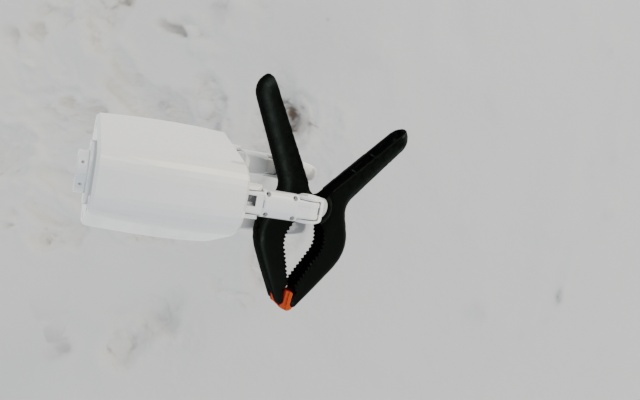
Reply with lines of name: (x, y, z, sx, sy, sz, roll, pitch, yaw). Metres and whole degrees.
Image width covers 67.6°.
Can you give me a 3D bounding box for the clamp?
clamp: (0.000, 0.002, 0.459, 0.164, 0.210, 0.036, 9, 4, -26)
